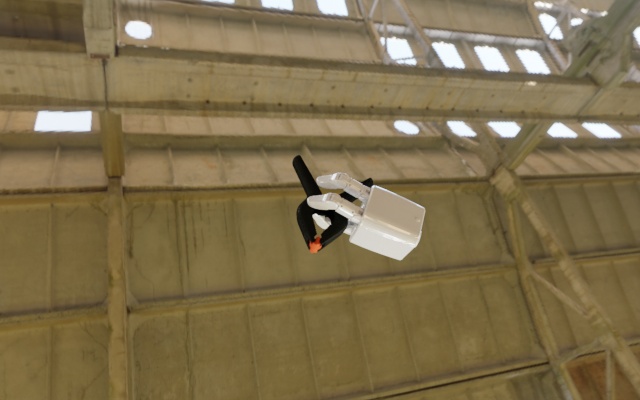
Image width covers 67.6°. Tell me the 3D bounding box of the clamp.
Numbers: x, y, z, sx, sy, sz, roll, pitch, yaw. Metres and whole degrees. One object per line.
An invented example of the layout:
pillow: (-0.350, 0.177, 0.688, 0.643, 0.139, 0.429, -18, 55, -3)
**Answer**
clamp: (0.000, 0.004, 0.882, 0.164, 0.209, 0.036, 22, -42, 2)
